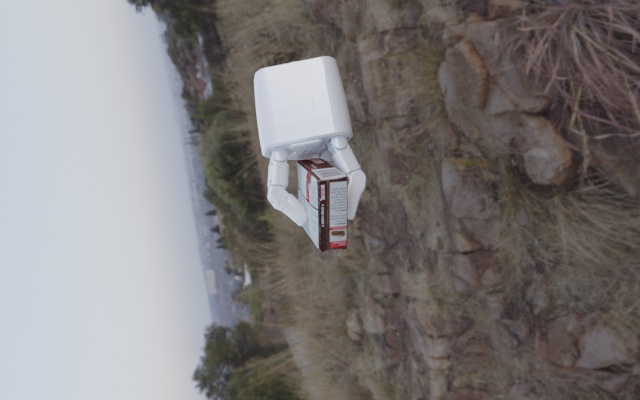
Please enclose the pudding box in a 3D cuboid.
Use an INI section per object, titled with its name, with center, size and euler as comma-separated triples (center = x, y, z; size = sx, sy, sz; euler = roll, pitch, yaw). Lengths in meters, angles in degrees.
[pudding box]
center = 0.000, 0.002, 0.592
size = 0.039, 0.090, 0.113
euler = -6, 17, -13
